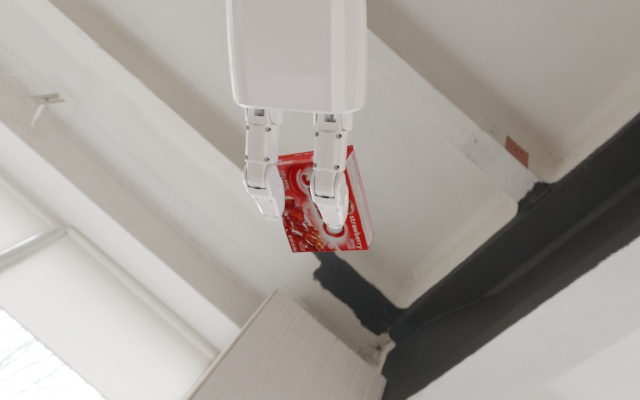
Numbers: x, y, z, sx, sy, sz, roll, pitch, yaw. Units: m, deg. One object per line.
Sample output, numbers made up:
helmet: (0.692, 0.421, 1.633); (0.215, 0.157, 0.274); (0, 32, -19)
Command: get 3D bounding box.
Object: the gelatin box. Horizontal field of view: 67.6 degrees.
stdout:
gelatin box: (0.000, 0.001, 0.409); (0.073, 0.089, 0.030); (-5, 28, 23)
